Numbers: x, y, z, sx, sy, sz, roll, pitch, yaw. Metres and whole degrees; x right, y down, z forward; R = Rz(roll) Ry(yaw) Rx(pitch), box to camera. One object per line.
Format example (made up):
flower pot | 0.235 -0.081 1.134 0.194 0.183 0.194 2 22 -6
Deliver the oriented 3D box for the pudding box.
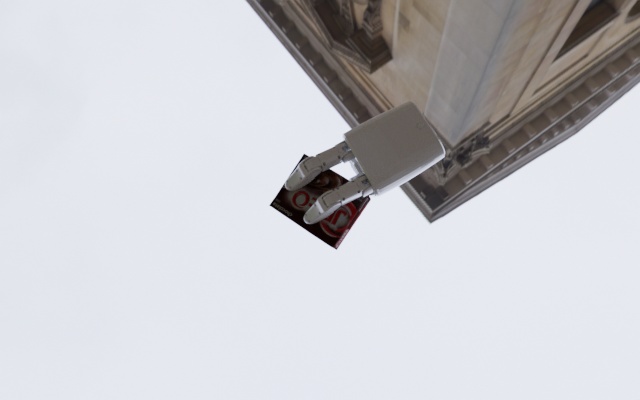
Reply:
pudding box | 0.000 0.002 0.668 0.113 0.090 0.039 32 -5 17
